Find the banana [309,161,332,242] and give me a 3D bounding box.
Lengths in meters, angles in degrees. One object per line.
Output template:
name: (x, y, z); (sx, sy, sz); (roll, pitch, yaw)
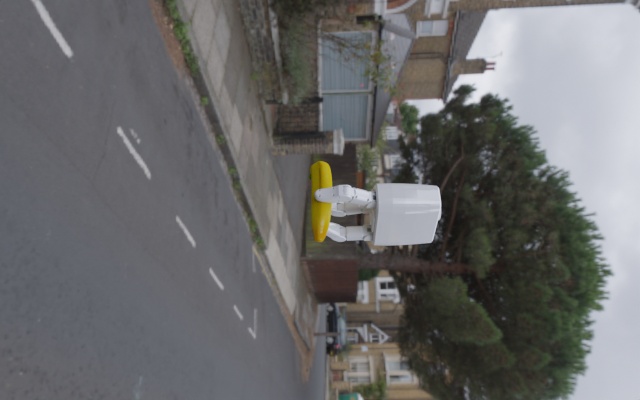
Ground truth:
banana: (0.001, -0.014, 0.831); (0.037, 0.070, 0.197); (1, 36, -3)
